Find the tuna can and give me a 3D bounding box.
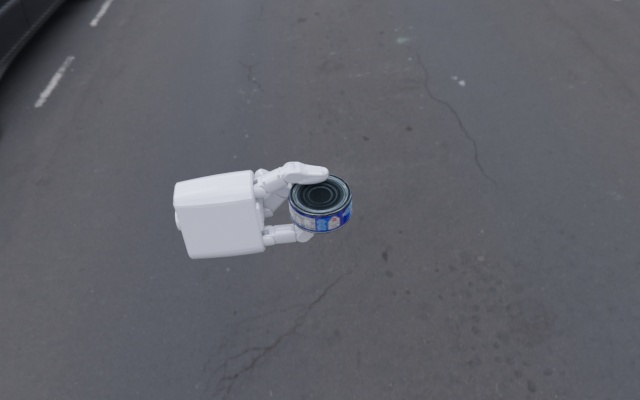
[{"bbox_3d":[0.000,0.002,0.638,0.086,0.034,0.086,-1,43,1],"label":"tuna can"}]
